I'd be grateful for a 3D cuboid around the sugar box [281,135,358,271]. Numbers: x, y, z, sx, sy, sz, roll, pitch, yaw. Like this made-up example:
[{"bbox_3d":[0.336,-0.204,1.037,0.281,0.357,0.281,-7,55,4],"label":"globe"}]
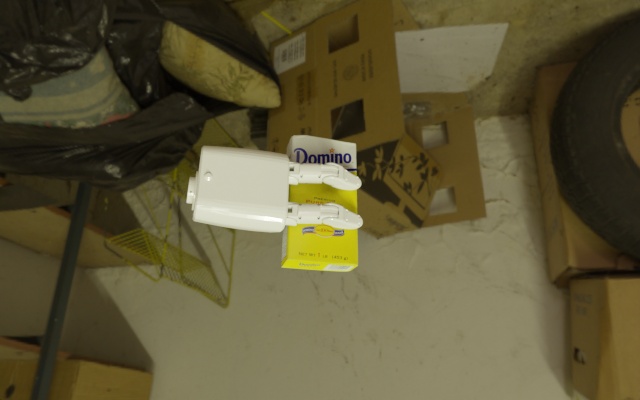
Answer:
[{"bbox_3d":[0.000,0.002,0.628,0.093,0.176,0.048,6,-22,-14],"label":"sugar box"}]
